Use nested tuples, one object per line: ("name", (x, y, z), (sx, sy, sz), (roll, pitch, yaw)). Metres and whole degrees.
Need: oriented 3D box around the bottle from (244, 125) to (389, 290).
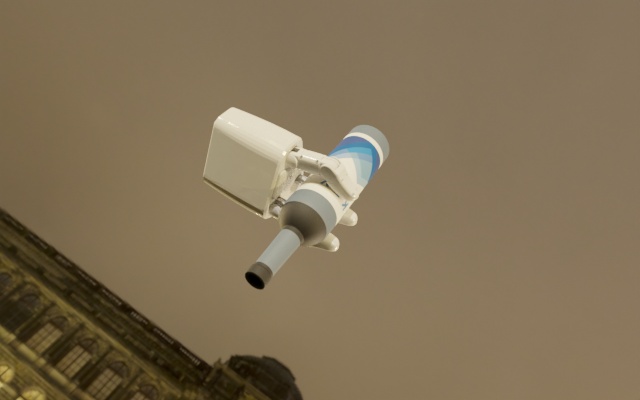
("bottle", (0.000, 0.002, 0.611), (0.069, 0.069, 0.295), (0, 35, 37))
